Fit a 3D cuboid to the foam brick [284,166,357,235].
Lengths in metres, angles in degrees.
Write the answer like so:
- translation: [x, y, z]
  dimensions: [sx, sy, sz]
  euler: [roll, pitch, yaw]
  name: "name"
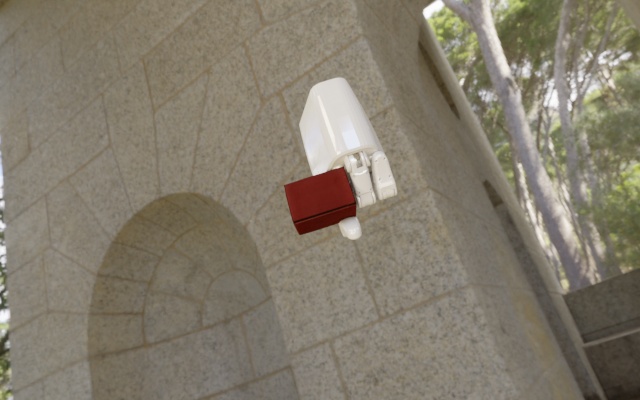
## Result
- translation: [0.000, 0.002, 0.581]
  dimensions: [0.078, 0.051, 0.053]
  euler: [-18, -20, -3]
  name: "foam brick"
